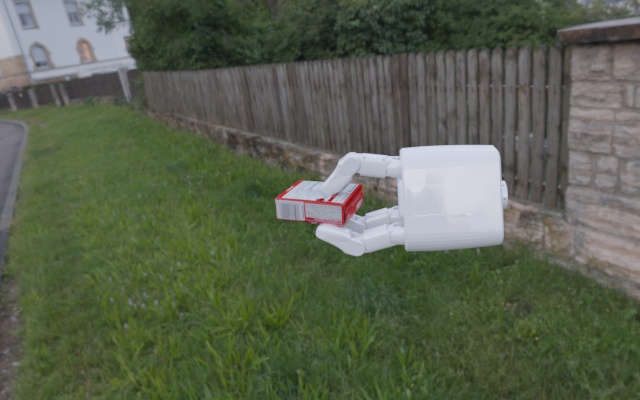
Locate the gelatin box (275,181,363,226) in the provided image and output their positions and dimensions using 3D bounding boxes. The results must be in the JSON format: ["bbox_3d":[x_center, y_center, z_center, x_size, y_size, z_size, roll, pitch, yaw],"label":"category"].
[{"bbox_3d":[0.000,0.001,0.582,0.089,0.030,0.073,5,22,20],"label":"gelatin box"}]
